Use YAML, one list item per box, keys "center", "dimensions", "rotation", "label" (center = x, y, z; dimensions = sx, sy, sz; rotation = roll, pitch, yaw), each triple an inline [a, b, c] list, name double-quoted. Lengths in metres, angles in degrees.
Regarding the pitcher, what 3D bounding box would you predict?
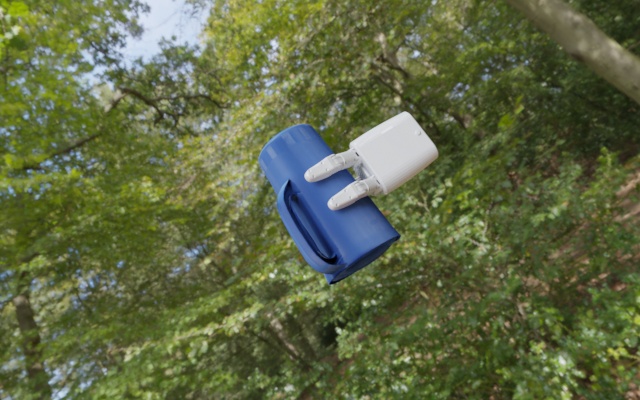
- center: [0.000, 0.002, 0.749]
  dimensions: [0.145, 0.242, 0.149]
  rotation: [-33, -15, -8]
  label: "pitcher"
